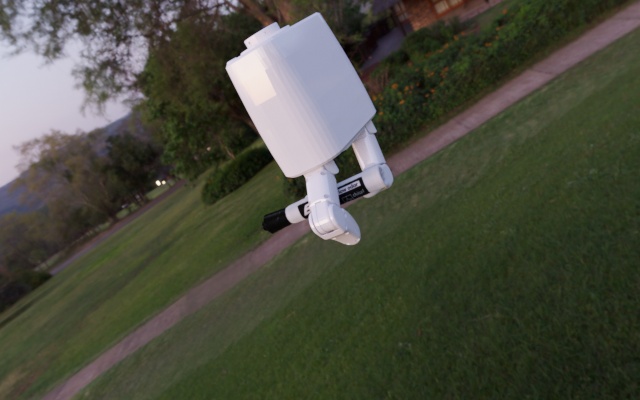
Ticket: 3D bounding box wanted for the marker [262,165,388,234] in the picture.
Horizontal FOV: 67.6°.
[{"bbox_3d":[0.000,0.001,0.414,0.121,0.020,0.020,-23,-9,22],"label":"marker"}]
